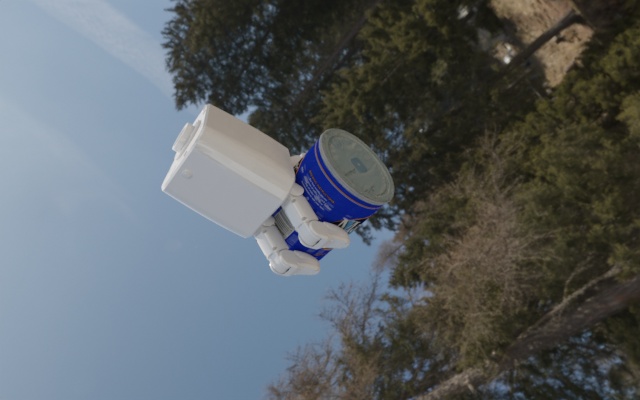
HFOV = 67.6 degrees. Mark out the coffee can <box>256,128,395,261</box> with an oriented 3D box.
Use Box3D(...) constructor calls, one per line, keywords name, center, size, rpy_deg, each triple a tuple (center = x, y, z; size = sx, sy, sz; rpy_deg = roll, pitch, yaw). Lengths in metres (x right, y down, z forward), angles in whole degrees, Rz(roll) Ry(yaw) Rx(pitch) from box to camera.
Box3D(name="coffee can", center=(0.000, 0.002, 0.550), size=(0.103, 0.102, 0.140), rpy_deg=(0, -37, -49))
